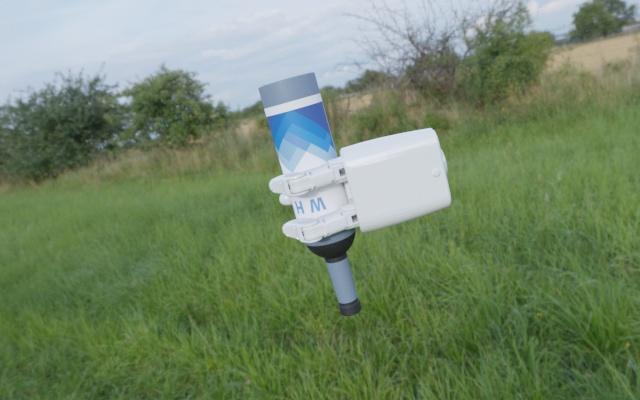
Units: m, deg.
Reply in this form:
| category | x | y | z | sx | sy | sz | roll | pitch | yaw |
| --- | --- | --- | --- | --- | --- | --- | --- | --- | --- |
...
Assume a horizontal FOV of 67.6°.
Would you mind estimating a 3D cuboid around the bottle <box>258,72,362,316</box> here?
| category | x | y | z | sx | sy | sz | roll | pitch | yaw |
| --- | --- | --- | --- | --- | --- | --- | --- | --- | --- |
| bottle | 0.000 | 0.002 | 0.572 | 0.069 | 0.296 | 0.069 | -15 | 13 | 3 |
